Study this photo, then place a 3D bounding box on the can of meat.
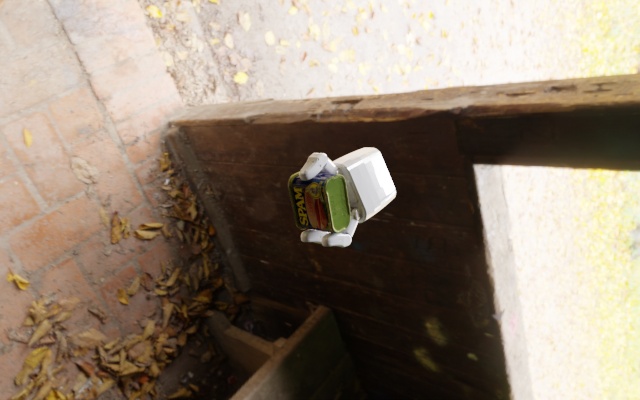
[{"bbox_3d":[0.000,0.003,0.805,0.084,0.102,0.057,7,25,42],"label":"can of meat"}]
